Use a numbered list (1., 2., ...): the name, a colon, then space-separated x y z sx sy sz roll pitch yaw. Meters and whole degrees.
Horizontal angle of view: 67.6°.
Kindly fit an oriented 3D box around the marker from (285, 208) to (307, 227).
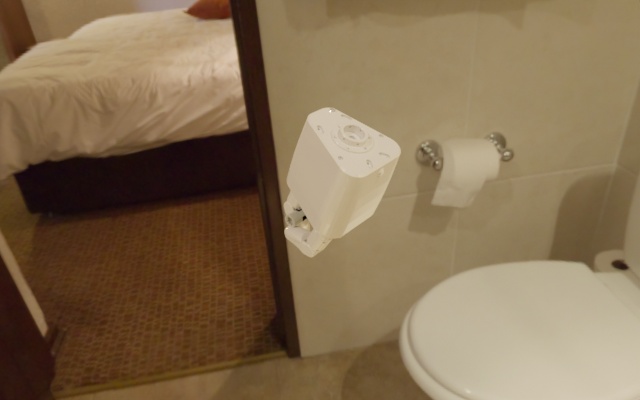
1. marker: 0.000 0.002 0.662 0.020 0.020 0.121 0 25 48
